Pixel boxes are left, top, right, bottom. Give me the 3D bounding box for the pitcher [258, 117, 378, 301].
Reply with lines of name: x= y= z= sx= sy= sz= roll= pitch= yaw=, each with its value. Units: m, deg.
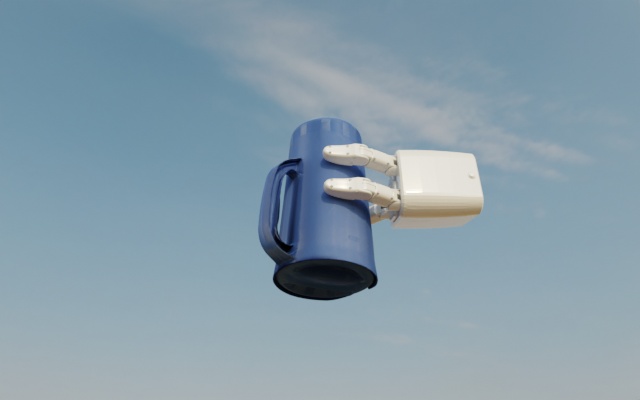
pitcher: x=0.000 y=0.002 z=0.656 sx=0.145 sy=0.242 sz=0.149 roll=0 pitch=-32 yaw=1
